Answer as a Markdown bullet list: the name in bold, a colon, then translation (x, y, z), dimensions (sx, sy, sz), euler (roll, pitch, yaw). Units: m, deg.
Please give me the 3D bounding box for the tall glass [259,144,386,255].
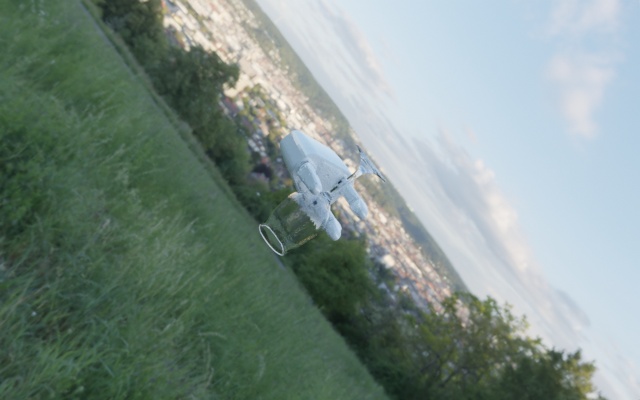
- **tall glass**: translation (0.001, 0.002, 0.745), dimensions (0.201, 0.079, 0.079), euler (-38, -5, 7)
